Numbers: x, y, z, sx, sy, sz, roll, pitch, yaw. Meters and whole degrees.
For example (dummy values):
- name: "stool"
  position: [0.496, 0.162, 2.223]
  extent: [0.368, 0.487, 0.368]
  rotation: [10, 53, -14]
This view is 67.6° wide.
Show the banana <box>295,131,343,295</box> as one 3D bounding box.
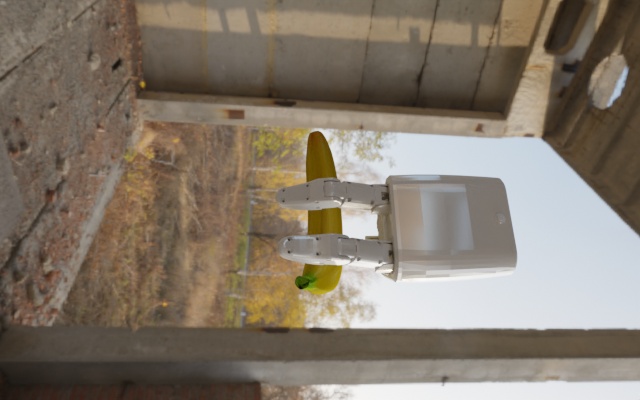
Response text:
- name: "banana"
  position: [0.002, 0.017, 0.471]
  extent: [0.037, 0.197, 0.070]
  rotation: [-4, -43, 6]
